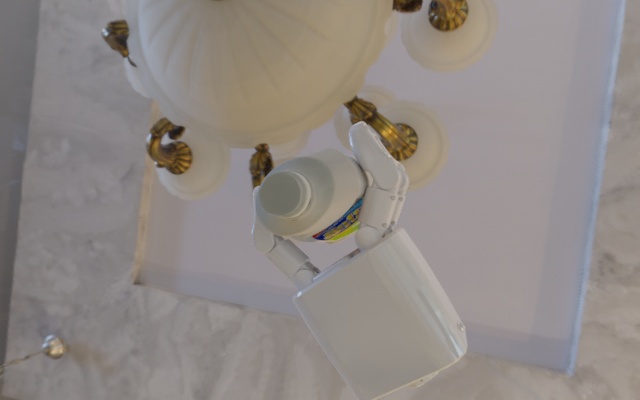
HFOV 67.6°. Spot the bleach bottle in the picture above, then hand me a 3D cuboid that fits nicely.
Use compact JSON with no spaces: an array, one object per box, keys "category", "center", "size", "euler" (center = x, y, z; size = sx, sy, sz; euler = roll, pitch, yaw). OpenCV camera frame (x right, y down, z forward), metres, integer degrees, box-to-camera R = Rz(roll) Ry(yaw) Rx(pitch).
[{"category":"bleach bottle","center":[0.000,0.001,0.423],"size":[0.102,0.068,0.251],"euler":[-35,-9,12]}]
